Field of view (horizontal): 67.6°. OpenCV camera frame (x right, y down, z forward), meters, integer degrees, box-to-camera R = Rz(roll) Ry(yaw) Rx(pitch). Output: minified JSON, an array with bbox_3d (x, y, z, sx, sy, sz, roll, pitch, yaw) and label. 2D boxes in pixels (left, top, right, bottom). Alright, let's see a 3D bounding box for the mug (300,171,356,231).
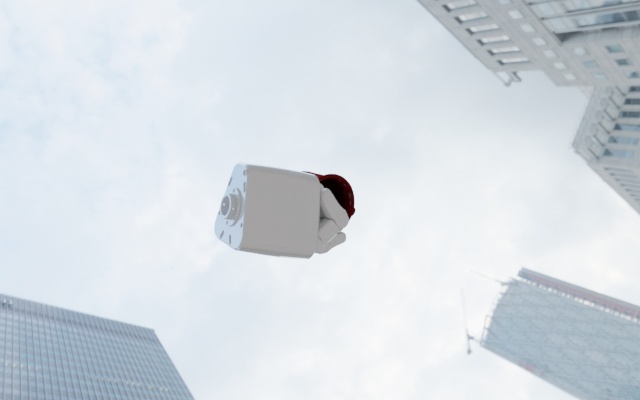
[{"bbox_3d":[0.001,0.003,0.726,0.117,0.093,0.081,12,4,-36],"label":"mug"}]
